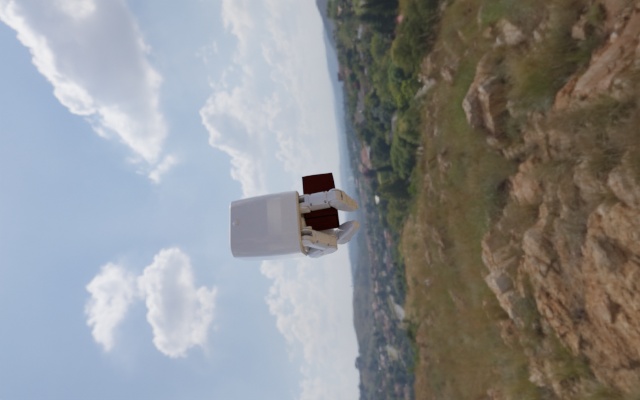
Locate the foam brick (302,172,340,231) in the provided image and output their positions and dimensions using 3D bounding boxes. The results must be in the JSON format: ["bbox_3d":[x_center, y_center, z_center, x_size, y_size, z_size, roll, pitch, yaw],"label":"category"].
[{"bbox_3d":[0.000,0.002,0.760,0.051,0.078,0.053,-7,-28,4],"label":"foam brick"}]
